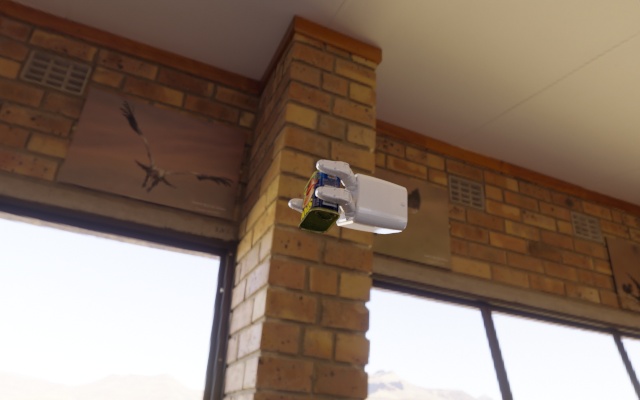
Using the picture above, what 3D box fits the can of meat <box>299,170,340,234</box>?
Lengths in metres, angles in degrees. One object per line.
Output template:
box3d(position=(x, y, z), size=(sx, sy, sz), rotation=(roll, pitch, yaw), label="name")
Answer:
box3d(position=(0.000, 0.003, 0.886), size=(0.057, 0.084, 0.102), rotation=(12, -27, -13), label="can of meat")
